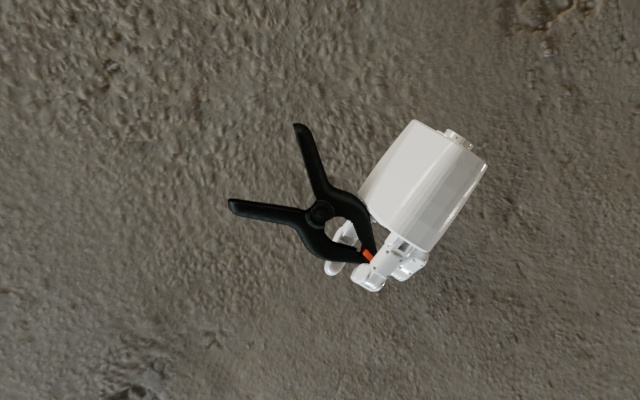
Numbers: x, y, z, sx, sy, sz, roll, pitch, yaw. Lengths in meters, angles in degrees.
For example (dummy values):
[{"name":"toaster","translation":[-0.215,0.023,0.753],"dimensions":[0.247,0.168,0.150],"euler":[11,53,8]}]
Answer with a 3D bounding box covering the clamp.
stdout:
[{"name":"clamp","translation":[0.000,0.002,0.516],"dimensions":[0.171,0.120,0.039],"euler":[32,13,-10]}]
